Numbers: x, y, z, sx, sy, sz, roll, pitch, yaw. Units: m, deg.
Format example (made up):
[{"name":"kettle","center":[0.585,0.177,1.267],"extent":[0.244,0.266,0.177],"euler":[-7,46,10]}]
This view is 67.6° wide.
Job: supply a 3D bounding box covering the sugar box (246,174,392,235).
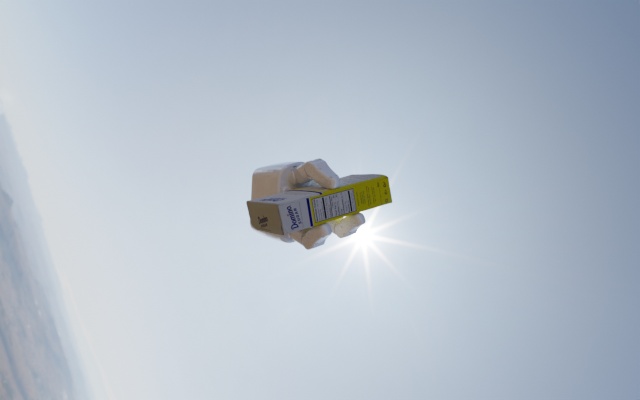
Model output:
[{"name":"sugar box","center":[0.000,0.003,0.644],"extent":[0.176,0.048,0.093],"euler":[-18,12,-30]}]
